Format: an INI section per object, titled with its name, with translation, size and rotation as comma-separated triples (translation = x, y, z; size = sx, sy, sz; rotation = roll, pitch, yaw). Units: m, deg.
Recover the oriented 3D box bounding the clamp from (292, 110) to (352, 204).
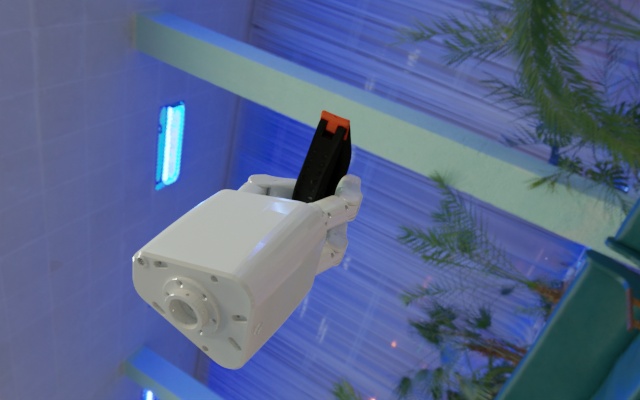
[clamp]
translation = -0.001, 0.001, 0.494
size = 0.036, 0.210, 0.164
rotation = 23, 34, 13
